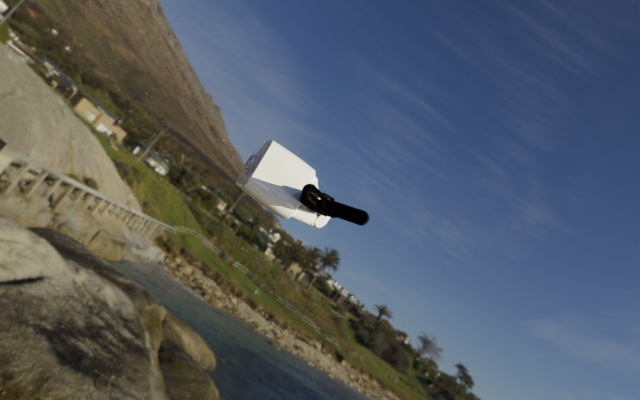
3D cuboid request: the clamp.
[{"bbox_3d":[0.000,0.002,0.826,0.120,0.039,0.171,34,-12,-21],"label":"clamp"}]
